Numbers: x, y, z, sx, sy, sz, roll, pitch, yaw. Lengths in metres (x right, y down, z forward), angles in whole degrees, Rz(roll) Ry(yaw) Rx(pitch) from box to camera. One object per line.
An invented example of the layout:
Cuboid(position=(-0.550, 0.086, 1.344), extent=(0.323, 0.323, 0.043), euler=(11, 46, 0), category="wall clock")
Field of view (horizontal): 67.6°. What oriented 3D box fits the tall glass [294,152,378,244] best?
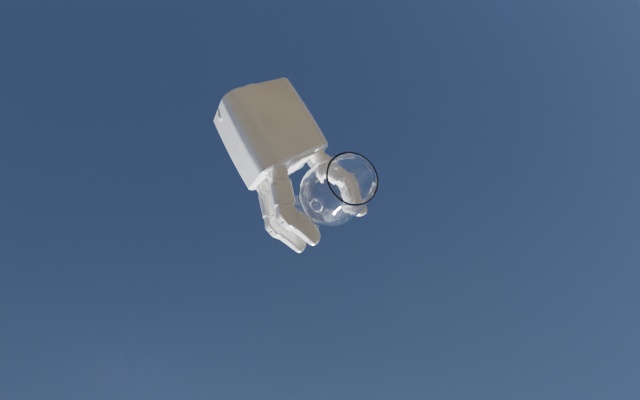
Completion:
Cuboid(position=(0.000, 0.002, 0.604), extent=(0.079, 0.079, 0.201), euler=(0, -15, -22), category="tall glass")
